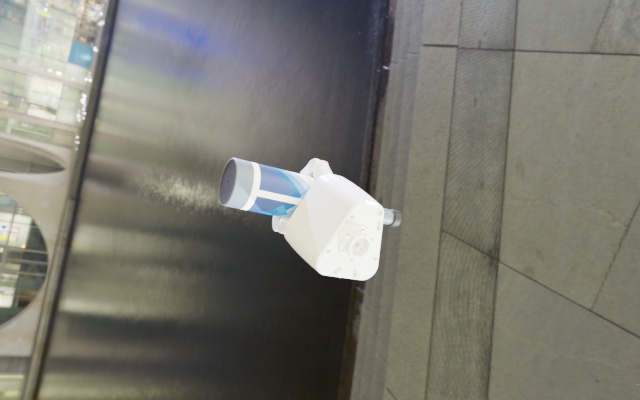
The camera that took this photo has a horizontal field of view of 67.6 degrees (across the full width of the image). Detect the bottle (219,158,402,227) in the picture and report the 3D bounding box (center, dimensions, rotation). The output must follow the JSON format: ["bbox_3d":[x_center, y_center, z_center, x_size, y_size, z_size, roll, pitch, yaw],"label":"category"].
[{"bbox_3d":[0.000,0.002,0.715,0.296,0.069,0.069,13,-6,-29],"label":"bottle"}]
